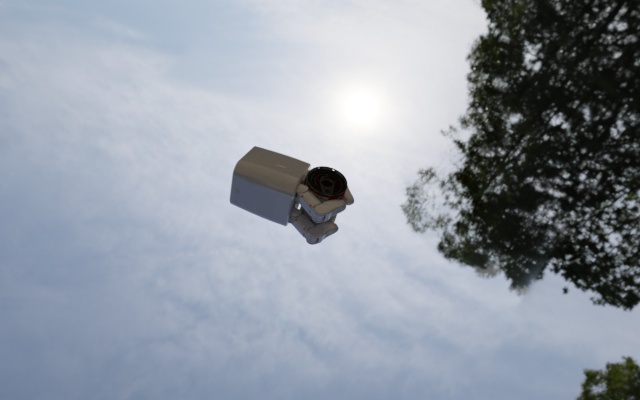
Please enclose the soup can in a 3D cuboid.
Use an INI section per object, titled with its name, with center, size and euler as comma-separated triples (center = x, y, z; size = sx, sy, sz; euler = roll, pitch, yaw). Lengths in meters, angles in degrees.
[soup can]
center = 0.001, 0.003, 0.800
size = 0.068, 0.068, 0.102
euler = 0, -44, -17
